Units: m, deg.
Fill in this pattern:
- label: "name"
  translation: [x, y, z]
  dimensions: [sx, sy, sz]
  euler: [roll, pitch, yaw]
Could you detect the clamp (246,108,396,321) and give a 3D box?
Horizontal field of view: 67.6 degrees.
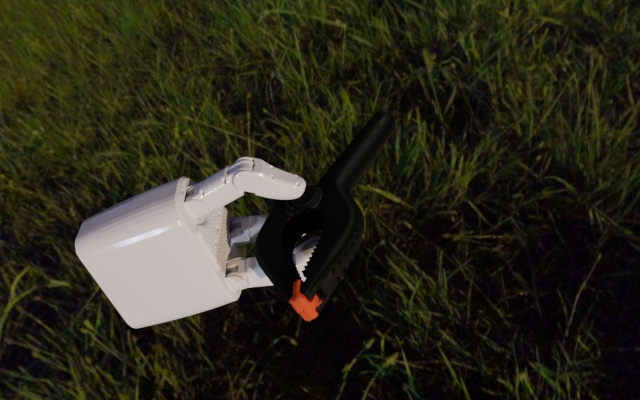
- label: "clamp"
  translation: [0.000, 0.001, 0.408]
  dimensions: [0.164, 0.036, 0.209]
  euler: [-22, 39, 13]
